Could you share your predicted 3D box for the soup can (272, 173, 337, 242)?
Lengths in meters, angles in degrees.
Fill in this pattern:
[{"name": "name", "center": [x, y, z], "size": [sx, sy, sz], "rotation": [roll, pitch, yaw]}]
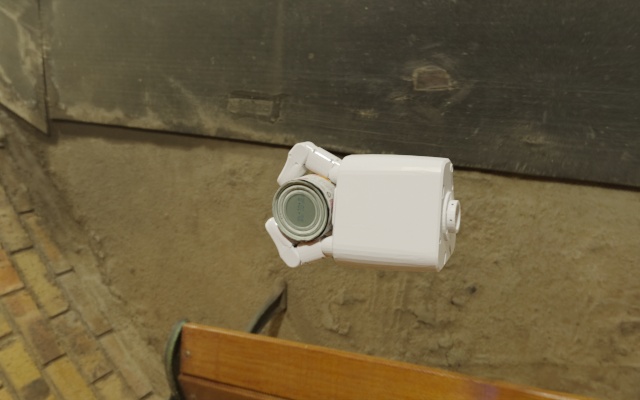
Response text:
[{"name": "soup can", "center": [-0.001, 0.002, 0.533], "size": [0.068, 0.068, 0.102], "rotation": [0, 11, 26]}]
